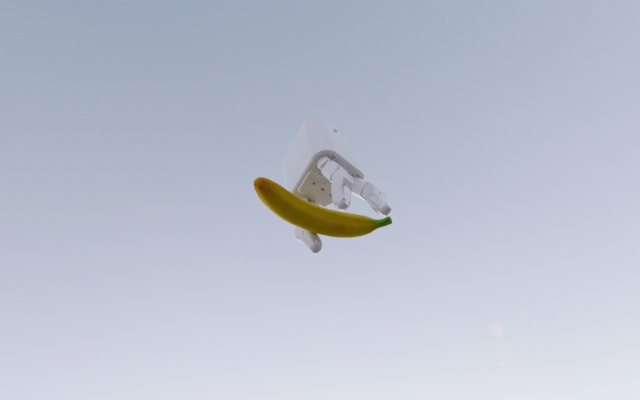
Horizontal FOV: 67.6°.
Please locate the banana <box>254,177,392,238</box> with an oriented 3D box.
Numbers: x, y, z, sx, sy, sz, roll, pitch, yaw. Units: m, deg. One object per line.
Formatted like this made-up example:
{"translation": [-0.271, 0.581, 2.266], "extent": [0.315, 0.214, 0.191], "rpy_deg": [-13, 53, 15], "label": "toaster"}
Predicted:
{"translation": [-0.005, 0.015, 0.642], "extent": [0.198, 0.037, 0.070], "rpy_deg": [15, -48, -22], "label": "banana"}
